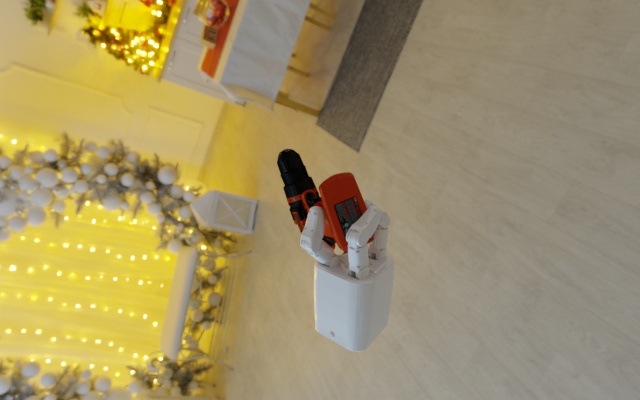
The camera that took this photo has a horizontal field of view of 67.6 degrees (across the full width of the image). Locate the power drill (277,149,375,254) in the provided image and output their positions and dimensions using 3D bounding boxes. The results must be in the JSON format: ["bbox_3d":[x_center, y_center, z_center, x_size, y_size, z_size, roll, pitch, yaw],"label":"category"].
[{"bbox_3d":[0.000,0.003,0.711,0.057,0.184,0.187,-25,8,-18],"label":"power drill"}]
